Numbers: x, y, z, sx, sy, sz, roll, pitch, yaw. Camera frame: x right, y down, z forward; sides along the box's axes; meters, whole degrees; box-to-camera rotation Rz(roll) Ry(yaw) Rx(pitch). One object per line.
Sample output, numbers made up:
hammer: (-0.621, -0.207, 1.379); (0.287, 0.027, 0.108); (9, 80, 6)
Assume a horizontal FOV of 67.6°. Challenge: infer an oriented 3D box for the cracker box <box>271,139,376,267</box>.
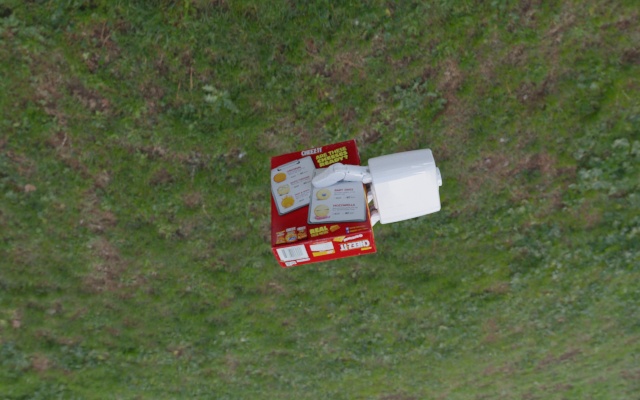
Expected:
cracker box: (0.000, 0.003, 0.835); (0.164, 0.213, 0.072); (-11, -42, 6)
